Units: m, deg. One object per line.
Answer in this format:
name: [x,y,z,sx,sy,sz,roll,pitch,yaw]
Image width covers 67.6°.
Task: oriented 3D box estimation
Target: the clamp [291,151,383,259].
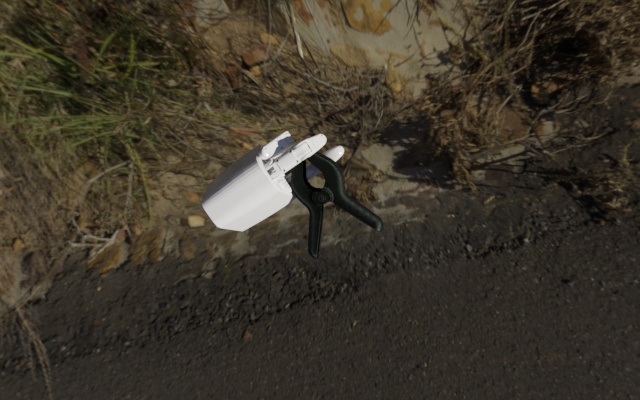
clamp: [0.000,0.002,0.707,0.120,0.171,0.039,-34,3,9]
